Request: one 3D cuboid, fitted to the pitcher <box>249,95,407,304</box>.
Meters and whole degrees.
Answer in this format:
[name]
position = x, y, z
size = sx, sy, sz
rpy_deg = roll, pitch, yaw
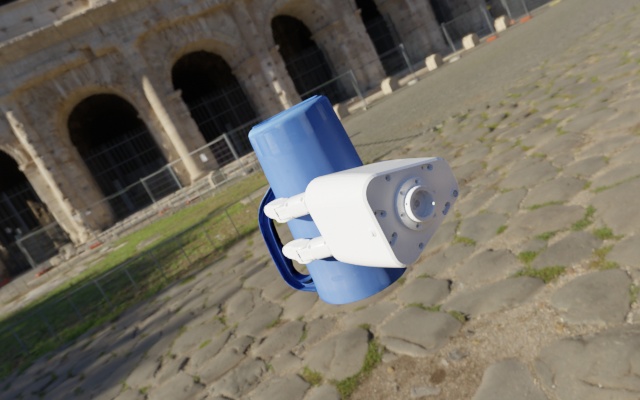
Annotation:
[pitcher]
position = 0.000, 0.002, 0.607
size = 0.149, 0.243, 0.145
rpy_deg = -32, 14, -24
